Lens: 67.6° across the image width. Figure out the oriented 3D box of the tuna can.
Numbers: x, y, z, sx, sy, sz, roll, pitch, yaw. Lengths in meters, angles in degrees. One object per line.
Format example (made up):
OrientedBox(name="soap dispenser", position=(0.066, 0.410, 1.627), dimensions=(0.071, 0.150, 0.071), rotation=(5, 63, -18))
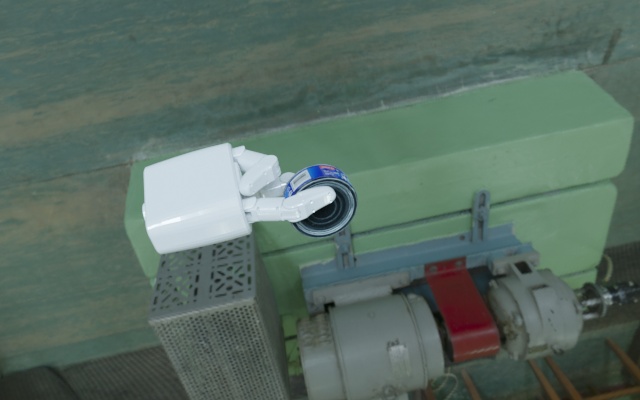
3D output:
OrientedBox(name="tuna can", position=(0.000, 0.002, 0.566), dimensions=(0.086, 0.086, 0.033), rotation=(0, 31, -16))
